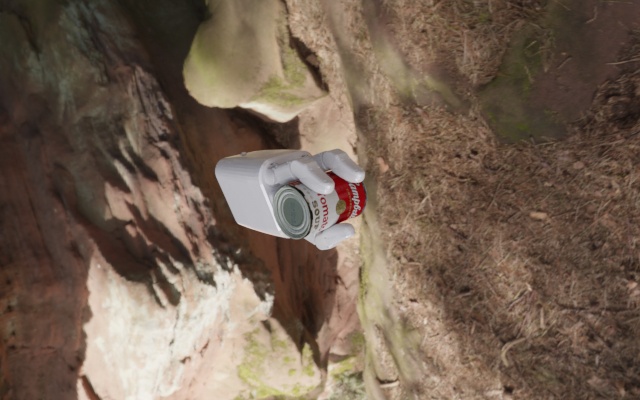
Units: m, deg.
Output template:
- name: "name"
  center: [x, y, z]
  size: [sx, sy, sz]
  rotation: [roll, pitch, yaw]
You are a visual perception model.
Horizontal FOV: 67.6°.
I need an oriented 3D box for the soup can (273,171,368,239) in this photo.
- name: "soup can"
  center: [0.000, 0.002, 0.589]
  size: [0.068, 0.068, 0.102]
  rotation: [0, 14, 45]
